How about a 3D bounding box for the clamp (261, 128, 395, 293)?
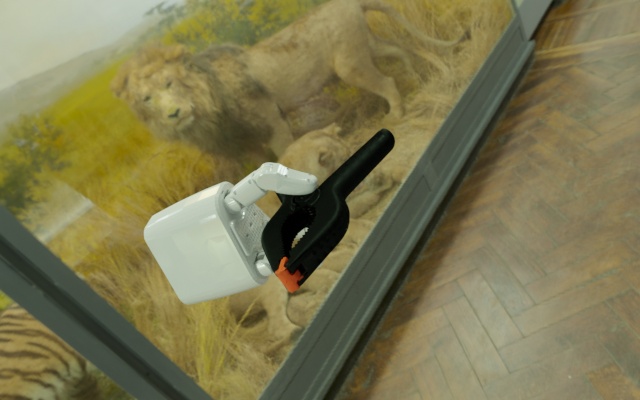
[{"bbox_3d":[-0.001,0.001,0.489,0.164,0.036,0.209,-21,32,21],"label":"clamp"}]
